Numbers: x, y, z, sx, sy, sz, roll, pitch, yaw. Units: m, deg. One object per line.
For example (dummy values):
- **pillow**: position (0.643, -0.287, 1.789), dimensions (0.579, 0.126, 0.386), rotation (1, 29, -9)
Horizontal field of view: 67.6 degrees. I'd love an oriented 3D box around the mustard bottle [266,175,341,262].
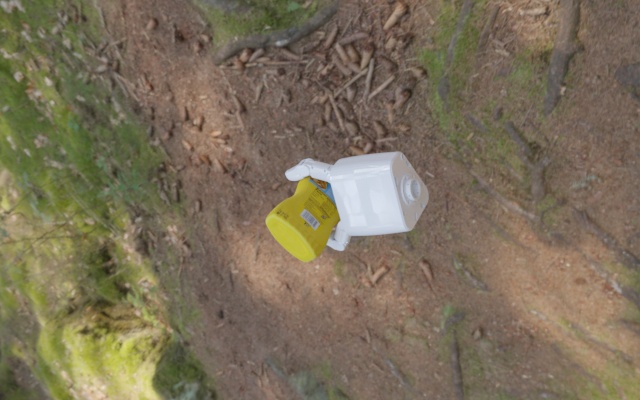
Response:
- **mustard bottle**: position (0.000, 0.003, 0.767), dimensions (0.058, 0.096, 0.191), rotation (-37, 10, 49)
